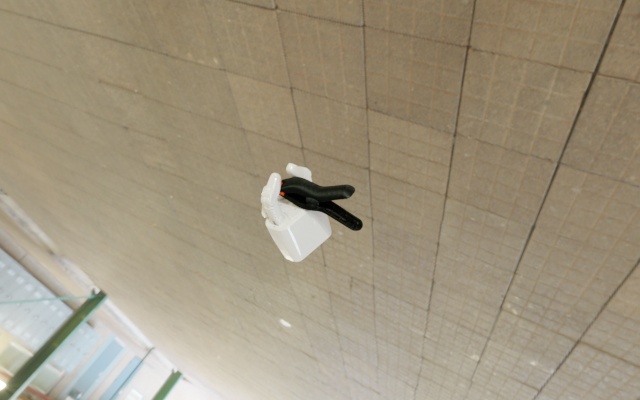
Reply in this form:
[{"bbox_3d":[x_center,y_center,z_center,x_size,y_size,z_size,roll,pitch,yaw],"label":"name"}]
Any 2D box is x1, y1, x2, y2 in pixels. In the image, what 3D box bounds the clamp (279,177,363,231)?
[{"bbox_3d":[0.000,0.003,0.861,0.171,0.120,0.039,14,53,33],"label":"clamp"}]
